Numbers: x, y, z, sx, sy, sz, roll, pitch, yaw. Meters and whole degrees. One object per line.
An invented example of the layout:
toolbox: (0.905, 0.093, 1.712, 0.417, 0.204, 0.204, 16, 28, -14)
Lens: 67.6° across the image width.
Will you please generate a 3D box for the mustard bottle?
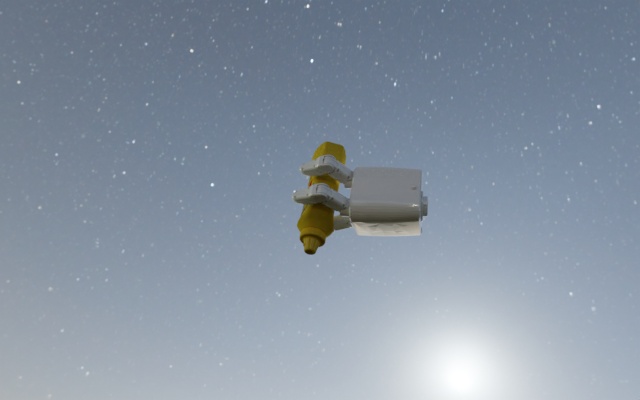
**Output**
mustard bottle: (0.000, 0.002, 0.779, 0.058, 0.191, 0.096, 15, -36, -6)
